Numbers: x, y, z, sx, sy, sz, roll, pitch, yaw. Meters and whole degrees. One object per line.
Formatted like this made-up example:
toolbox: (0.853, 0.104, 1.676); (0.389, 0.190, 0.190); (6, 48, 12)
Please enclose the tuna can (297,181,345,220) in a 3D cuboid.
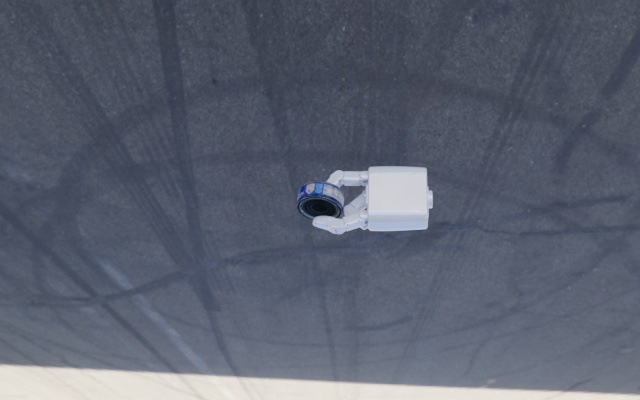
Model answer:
tuna can: (0.000, 0.003, 0.865); (0.086, 0.033, 0.086); (7, -34, 4)
